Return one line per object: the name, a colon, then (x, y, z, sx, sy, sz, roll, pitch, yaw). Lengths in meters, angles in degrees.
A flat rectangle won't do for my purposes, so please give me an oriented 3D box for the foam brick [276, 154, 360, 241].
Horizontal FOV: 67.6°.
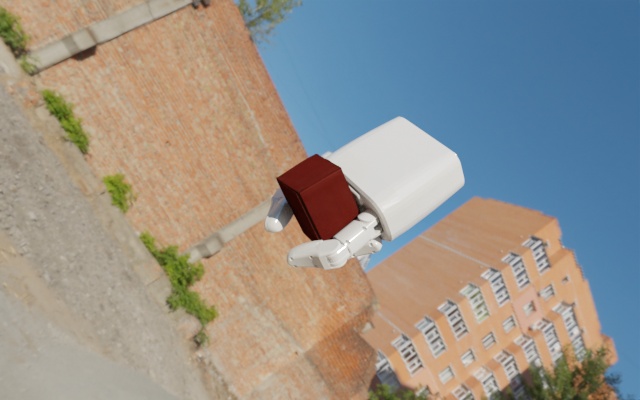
foam brick: (0.000, 0.001, 0.482, 0.051, 0.078, 0.053, -33, 33, -14)
